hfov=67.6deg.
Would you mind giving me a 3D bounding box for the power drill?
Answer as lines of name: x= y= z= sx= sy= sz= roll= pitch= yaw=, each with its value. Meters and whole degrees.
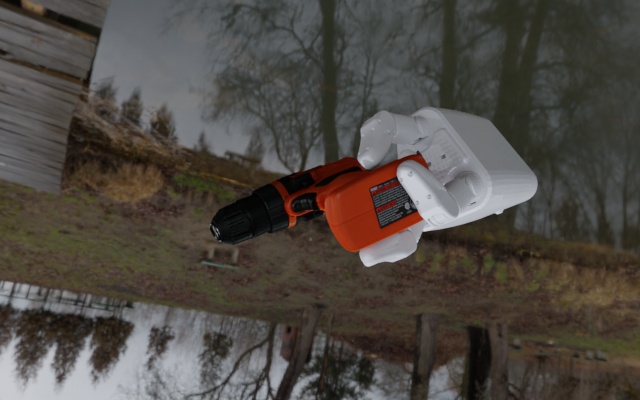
power drill: x=0.001 y=0.001 z=0.454 sx=0.184 sy=0.057 sz=0.187 roll=-25 pitch=15 yaw=-24
